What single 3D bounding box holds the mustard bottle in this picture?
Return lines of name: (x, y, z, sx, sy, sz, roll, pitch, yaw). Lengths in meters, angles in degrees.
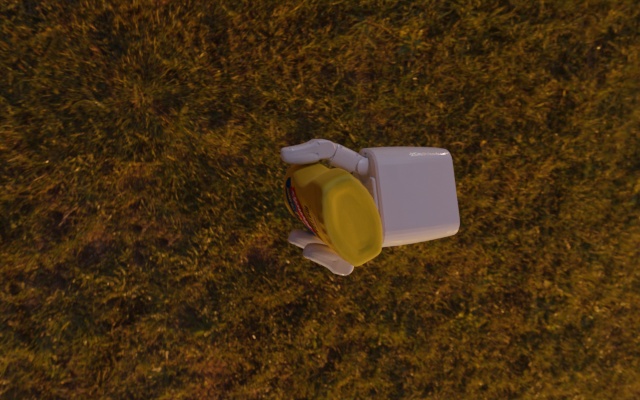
mustard bottle: (0.000, 0.002, 0.544, 0.058, 0.096, 0.191, -29, 20, -12)
